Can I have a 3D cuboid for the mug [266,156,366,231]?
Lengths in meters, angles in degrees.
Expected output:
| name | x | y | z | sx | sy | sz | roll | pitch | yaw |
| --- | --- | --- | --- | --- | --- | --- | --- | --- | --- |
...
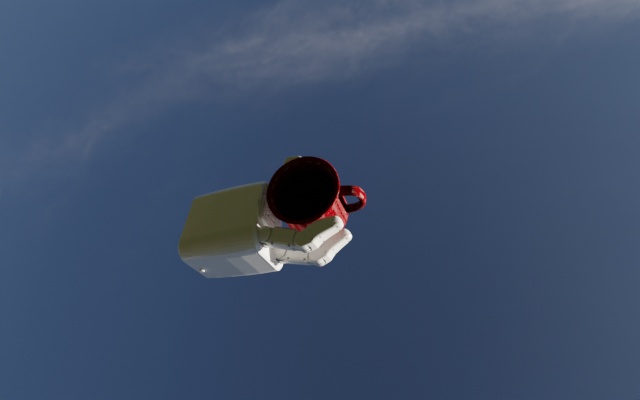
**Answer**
| name | x | y | z | sx | sy | sz | roll | pitch | yaw |
| --- | --- | --- | --- | --- | --- | --- | --- | --- | --- |
| mug | 0.002 | 0.002 | 0.608 | 0.117 | 0.093 | 0.081 | -8 | -28 | 13 |
